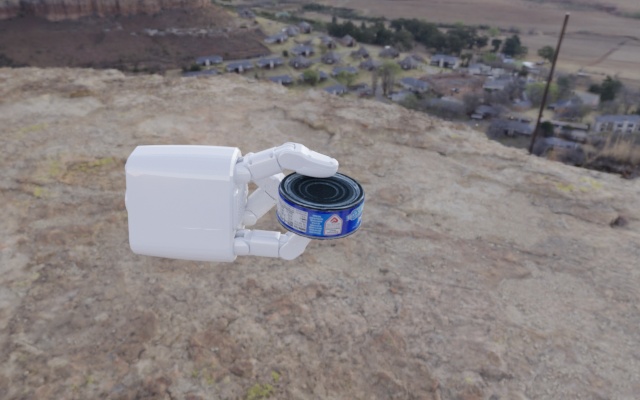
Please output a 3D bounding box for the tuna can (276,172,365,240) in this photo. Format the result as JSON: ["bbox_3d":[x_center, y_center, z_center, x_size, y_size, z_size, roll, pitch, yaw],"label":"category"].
[{"bbox_3d":[0.000,0.001,0.468,0.086,0.034,0.086,5,29,-3],"label":"tuna can"}]
